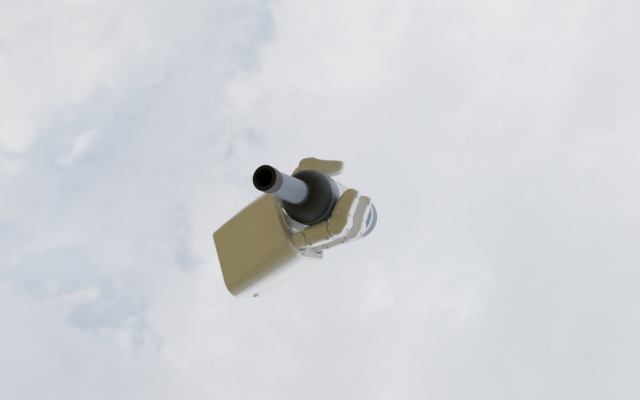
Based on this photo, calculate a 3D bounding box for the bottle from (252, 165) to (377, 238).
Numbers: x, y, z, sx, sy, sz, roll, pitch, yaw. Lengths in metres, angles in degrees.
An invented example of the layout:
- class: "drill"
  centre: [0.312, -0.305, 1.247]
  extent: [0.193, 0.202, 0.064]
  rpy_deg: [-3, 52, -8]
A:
- class: "bottle"
  centre: [0.000, 0.002, 0.606]
  extent: [0.069, 0.069, 0.296]
  rpy_deg: [0, -10, 23]
